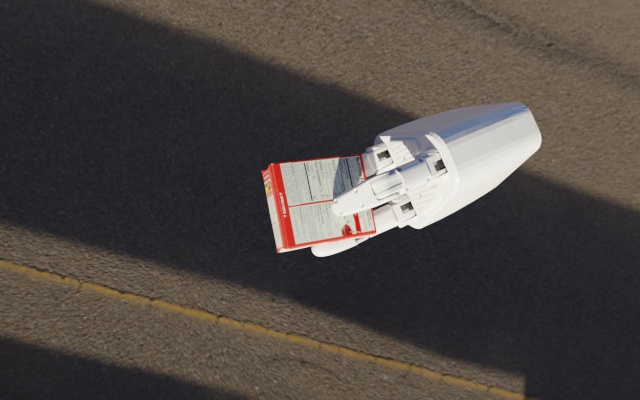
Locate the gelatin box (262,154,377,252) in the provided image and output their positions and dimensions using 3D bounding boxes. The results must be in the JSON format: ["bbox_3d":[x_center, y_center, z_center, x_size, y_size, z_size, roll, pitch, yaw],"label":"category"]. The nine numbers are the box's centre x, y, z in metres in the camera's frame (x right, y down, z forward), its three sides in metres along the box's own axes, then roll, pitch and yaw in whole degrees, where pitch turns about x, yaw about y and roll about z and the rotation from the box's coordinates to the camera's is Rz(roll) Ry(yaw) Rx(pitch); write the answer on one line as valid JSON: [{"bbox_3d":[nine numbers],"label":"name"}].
[{"bbox_3d":[0.000,0.001,0.415,0.089,0.073,0.030,-8,-8,-25],"label":"gelatin box"}]
